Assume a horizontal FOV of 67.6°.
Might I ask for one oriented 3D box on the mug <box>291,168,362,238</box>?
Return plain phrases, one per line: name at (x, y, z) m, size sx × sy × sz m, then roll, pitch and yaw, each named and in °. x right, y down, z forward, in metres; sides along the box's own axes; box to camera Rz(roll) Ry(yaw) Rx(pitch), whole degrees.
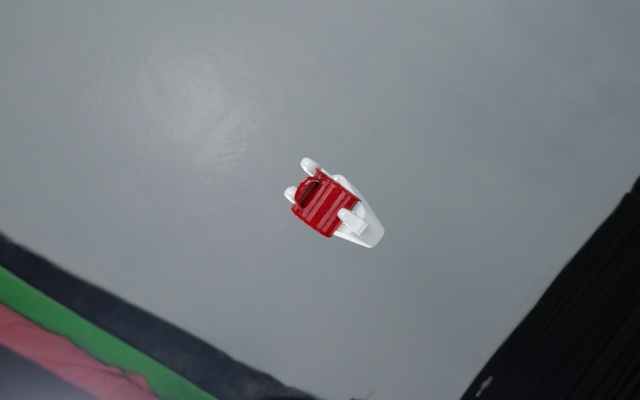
mug at (-0.001, 0.002, 0.766) m, size 0.093 × 0.081 × 0.117 m, roll 37°, pitch 1°, yaw 38°
